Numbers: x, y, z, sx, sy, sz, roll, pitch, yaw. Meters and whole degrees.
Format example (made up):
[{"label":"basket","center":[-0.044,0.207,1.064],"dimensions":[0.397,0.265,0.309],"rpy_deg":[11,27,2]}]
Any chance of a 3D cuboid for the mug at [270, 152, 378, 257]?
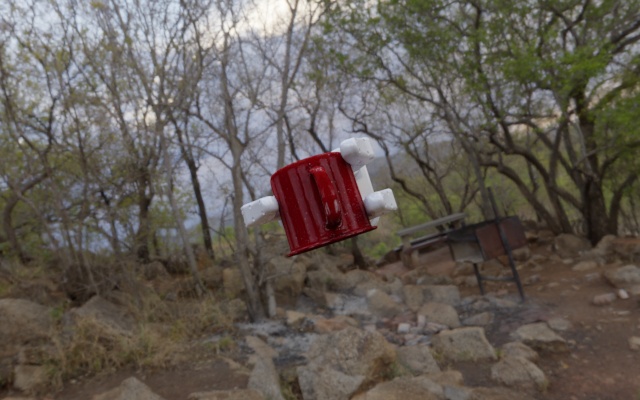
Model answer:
[{"label":"mug","center":[0.000,0.001,0.457],"dimensions":[0.093,0.081,0.117],"rpy_deg":[-17,-6,-5]}]
